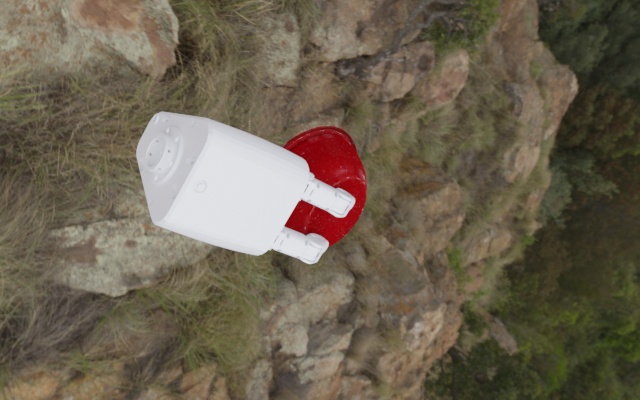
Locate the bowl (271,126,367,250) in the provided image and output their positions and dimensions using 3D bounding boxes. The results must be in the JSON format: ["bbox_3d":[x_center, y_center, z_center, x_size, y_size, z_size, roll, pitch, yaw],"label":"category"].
[{"bbox_3d":[0.001,0.002,0.532,0.055,0.162,0.162,37,23,34],"label":"bowl"}]
